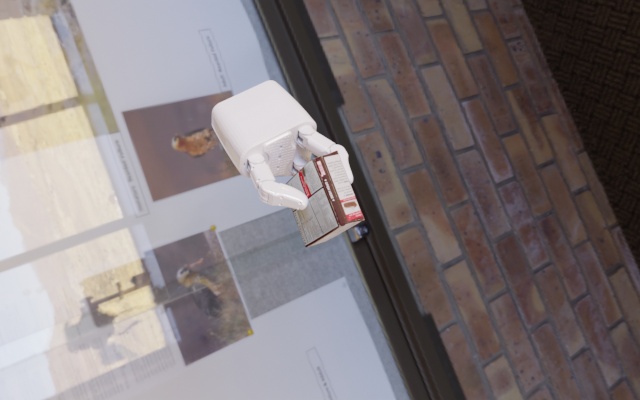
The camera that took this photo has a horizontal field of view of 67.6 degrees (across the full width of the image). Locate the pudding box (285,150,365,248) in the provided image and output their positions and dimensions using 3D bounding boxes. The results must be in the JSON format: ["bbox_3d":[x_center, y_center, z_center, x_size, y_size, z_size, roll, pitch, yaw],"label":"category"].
[{"bbox_3d":[0.000,0.002,0.593,0.039,0.090,0.113,-18,-9,-26],"label":"pudding box"}]
